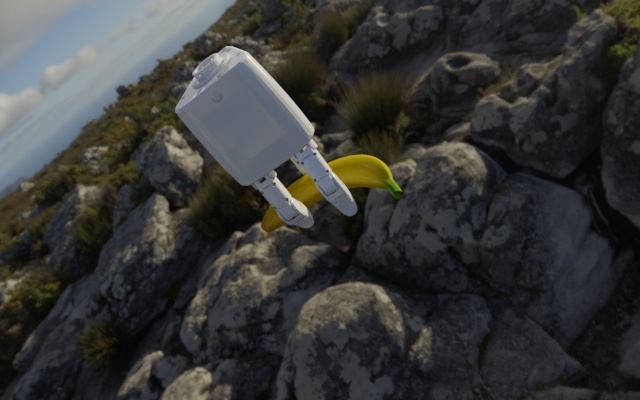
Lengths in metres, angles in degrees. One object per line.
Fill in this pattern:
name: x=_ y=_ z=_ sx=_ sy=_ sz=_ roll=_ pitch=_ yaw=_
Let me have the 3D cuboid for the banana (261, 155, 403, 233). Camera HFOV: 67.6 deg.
banana: x=0.006 y=-0.013 z=0.578 sx=0.198 sy=0.069 sz=0.037 roll=-18 pitch=-47 yaw=33
